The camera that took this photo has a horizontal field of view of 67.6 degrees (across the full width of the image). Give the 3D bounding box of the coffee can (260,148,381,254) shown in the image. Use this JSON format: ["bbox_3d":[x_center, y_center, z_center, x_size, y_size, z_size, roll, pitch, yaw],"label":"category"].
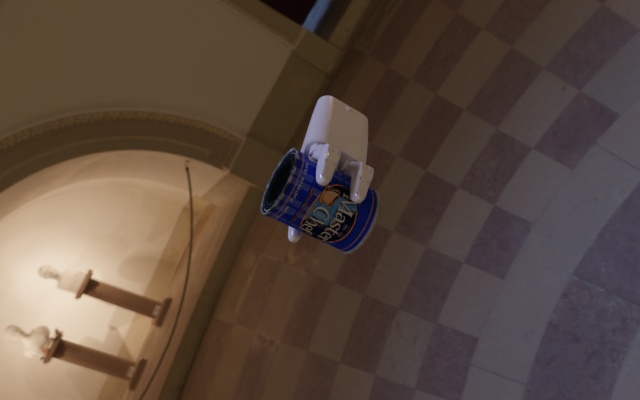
[{"bbox_3d":[0.000,0.002,0.681,0.140,0.103,0.103,27,-9,-19],"label":"coffee can"}]
